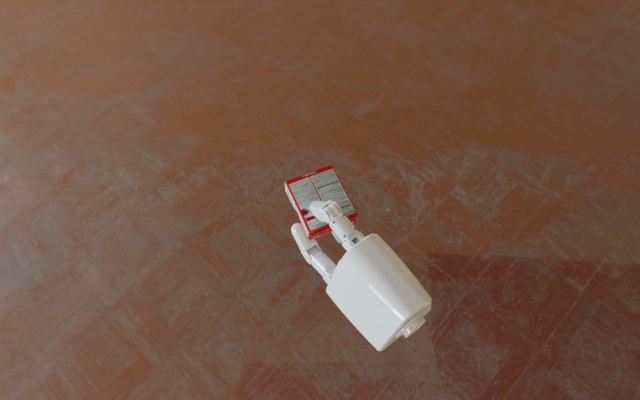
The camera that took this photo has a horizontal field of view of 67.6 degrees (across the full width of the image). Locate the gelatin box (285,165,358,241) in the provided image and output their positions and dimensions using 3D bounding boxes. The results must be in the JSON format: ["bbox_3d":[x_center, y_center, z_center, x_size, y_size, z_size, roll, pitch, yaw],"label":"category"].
[{"bbox_3d":[0.000,0.002,0.666,0.073,0.089,0.030,-21,-24,-13],"label":"gelatin box"}]
